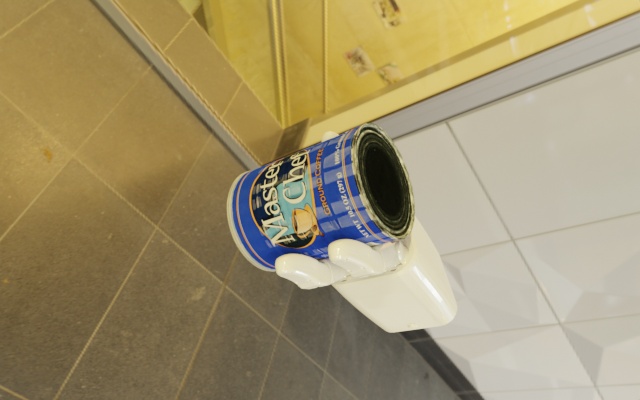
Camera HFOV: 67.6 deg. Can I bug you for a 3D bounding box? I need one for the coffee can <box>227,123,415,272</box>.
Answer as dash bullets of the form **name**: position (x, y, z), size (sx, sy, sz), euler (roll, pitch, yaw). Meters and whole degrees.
- **coffee can**: position (0.000, 0.001, 0.437), size (0.140, 0.103, 0.103), euler (-18, -10, 32)
